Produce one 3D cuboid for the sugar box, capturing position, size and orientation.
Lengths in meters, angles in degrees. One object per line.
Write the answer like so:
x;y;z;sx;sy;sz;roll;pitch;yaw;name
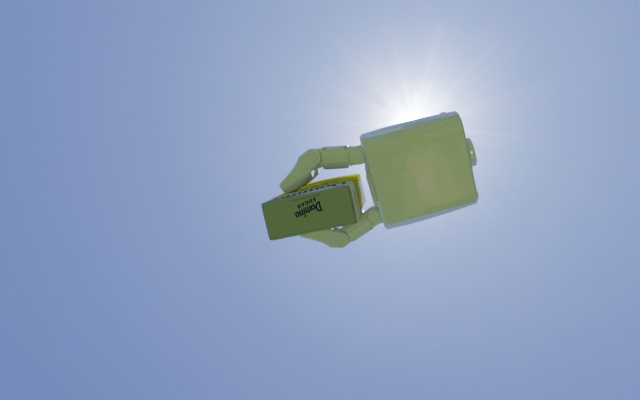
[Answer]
0.000;0.001;0.553;0.093;0.048;0.176;-12;3;9;sugar box
